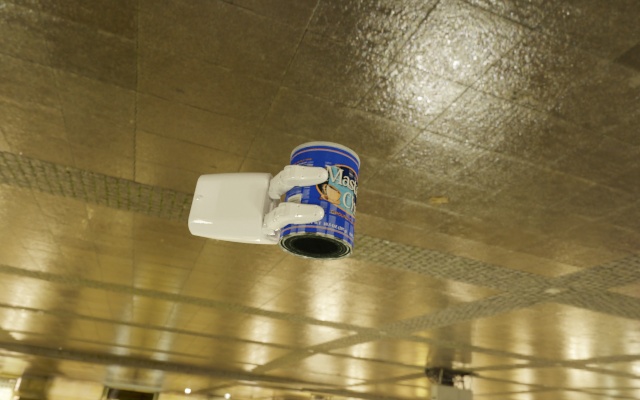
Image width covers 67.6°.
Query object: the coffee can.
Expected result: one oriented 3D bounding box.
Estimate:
[{"bbox_3d":[0.000,0.002,0.677,0.103,0.140,0.103,5,-25,2],"label":"coffee can"}]
